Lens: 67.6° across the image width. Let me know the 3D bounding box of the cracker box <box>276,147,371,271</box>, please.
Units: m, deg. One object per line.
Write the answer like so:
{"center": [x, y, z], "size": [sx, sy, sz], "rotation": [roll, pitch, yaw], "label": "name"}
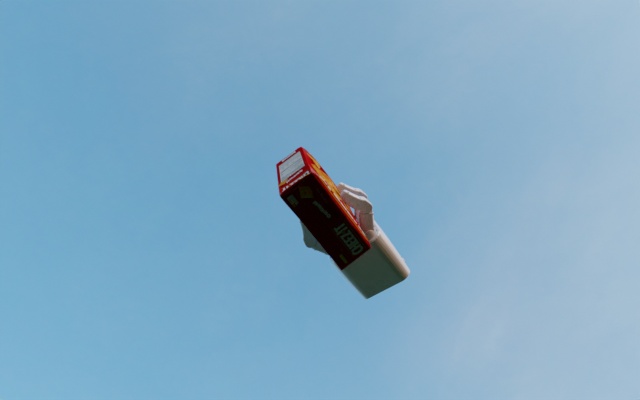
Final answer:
{"center": [0.000, 0.003, 0.838], "size": [0.072, 0.164, 0.213], "rotation": [-37, 18, 5], "label": "cracker box"}
